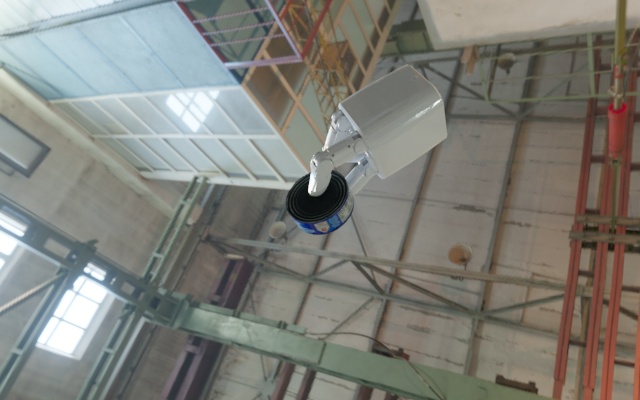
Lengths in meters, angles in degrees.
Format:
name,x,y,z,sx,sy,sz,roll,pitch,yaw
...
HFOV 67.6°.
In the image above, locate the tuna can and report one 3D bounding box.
name,x,y,z,sx,sy,sz,roll,pitch,yaw
tuna can,0.000,0.002,0.626,0.086,0.086,0.034,0,-36,25
